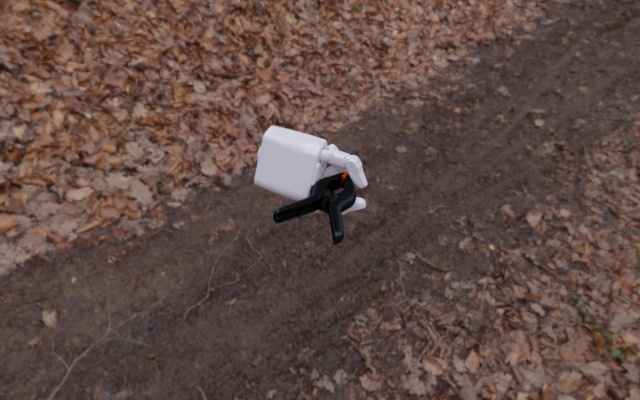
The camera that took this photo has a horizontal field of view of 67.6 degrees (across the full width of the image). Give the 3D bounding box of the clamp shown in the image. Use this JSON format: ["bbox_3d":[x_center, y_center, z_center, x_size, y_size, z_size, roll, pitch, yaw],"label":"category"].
[{"bbox_3d":[0.000,0.002,0.797,0.120,0.039,0.171,18,37,9],"label":"clamp"}]
